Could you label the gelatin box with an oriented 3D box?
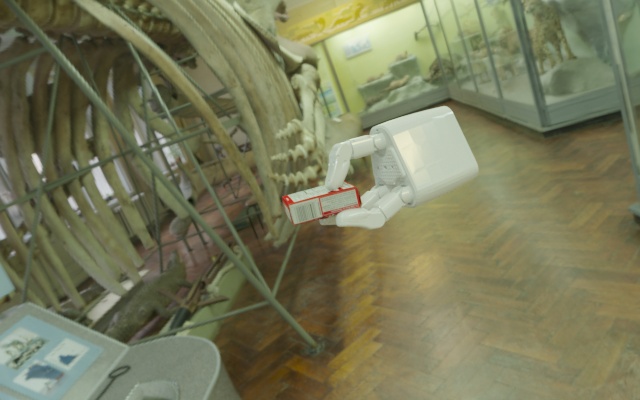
[{"bbox_3d":[0.000,0.002,0.605,0.089,0.030,0.073,-15,11,-8],"label":"gelatin box"}]
